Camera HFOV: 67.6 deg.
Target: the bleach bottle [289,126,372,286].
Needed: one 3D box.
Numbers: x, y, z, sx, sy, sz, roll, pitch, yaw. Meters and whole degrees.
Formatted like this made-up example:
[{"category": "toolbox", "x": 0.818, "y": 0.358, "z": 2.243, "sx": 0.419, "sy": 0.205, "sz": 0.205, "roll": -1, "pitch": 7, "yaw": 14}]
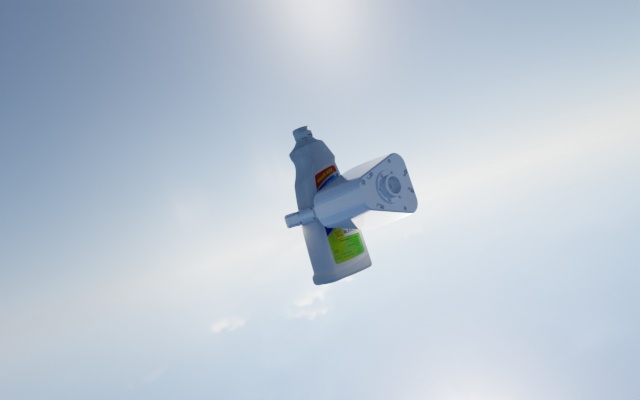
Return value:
[{"category": "bleach bottle", "x": 0.000, "y": 0.003, "z": 0.776, "sx": 0.102, "sy": 0.251, "sz": 0.068, "roll": -16, "pitch": -4, "yaw": -37}]
